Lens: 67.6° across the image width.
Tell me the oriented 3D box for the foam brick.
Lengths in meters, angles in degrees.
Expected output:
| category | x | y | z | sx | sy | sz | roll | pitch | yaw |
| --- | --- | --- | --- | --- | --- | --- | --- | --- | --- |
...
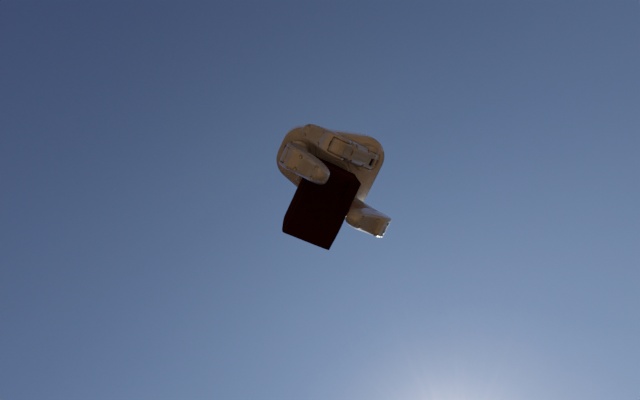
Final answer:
| category | x | y | z | sx | sy | sz | roll | pitch | yaw |
| --- | --- | --- | --- | --- | --- | --- | --- | --- | --- |
| foam brick | 0.000 | 0.002 | 0.490 | 0.053 | 0.078 | 0.051 | 25 | 10 | -9 |
